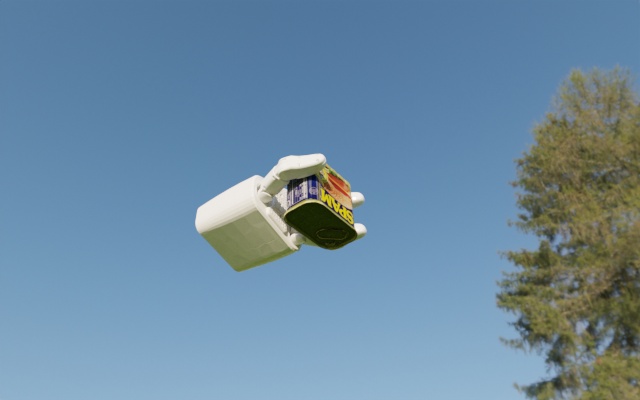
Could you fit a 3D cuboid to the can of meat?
[{"bbox_3d":[0.000,0.002,0.620,0.057,0.083,0.102,-28,-46,27],"label":"can of meat"}]
